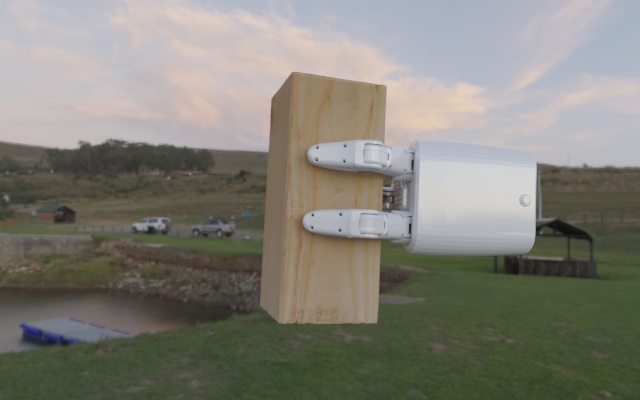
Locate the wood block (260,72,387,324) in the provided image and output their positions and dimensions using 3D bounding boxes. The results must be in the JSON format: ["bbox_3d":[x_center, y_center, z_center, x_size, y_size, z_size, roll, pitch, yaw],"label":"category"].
[{"bbox_3d":[0.000,0.001,0.441,0.090,0.206,0.091,4,-4,-16],"label":"wood block"}]
